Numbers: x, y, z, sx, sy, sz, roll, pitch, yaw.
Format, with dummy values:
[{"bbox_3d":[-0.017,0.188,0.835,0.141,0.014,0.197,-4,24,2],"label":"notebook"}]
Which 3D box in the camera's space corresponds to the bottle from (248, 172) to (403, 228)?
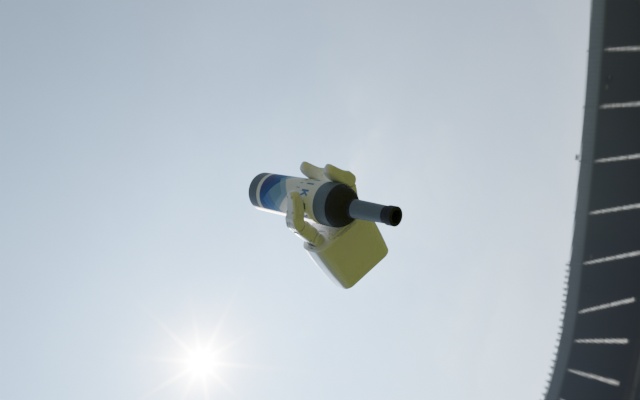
[{"bbox_3d":[0.000,0.002,0.733,0.069,0.069,0.295,0,7,-43],"label":"bottle"}]
